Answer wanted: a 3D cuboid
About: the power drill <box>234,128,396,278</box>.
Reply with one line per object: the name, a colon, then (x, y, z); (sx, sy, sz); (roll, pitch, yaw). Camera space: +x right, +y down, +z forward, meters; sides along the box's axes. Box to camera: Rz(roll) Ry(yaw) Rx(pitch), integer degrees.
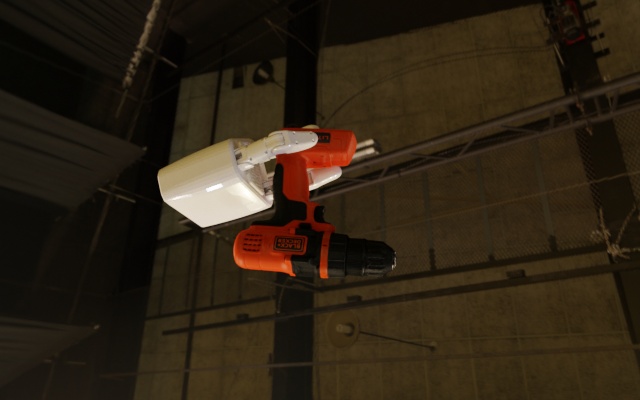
power drill: (0.000, 0.001, 0.574); (0.184, 0.187, 0.057); (4, -30, 5)
